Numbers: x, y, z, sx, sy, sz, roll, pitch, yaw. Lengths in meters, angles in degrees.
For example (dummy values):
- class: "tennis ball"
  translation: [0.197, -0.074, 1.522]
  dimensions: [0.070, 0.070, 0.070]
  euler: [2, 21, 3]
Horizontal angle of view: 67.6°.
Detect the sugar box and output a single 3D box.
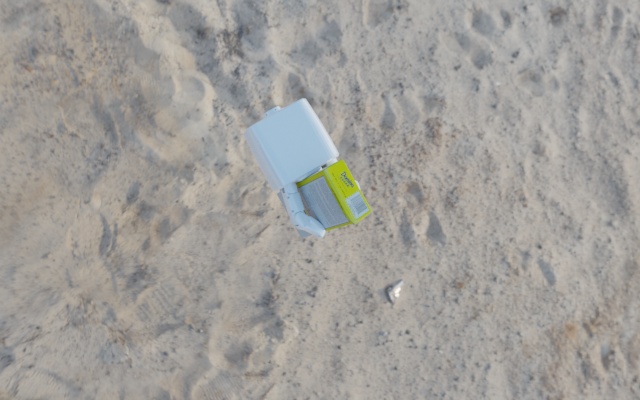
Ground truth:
- class: "sugar box"
  translation: [0.001, 0.002, 0.768]
  dimensions: [0.048, 0.093, 0.176]
  euler: [-31, 6, -28]
